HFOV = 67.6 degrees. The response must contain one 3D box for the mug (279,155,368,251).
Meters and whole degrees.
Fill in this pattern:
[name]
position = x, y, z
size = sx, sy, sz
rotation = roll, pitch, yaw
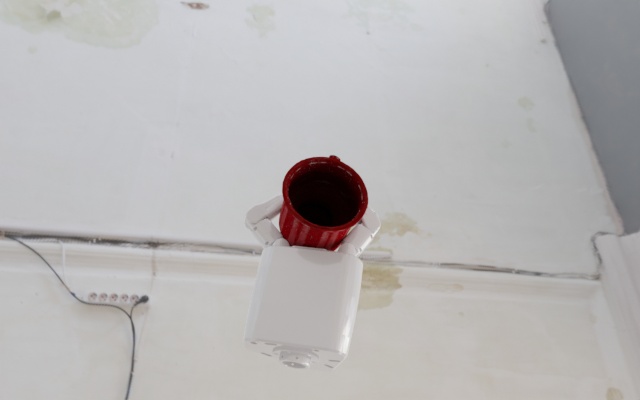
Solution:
[mug]
position = 0.000, 0.001, 0.542
size = 0.093, 0.117, 0.081
rotation = 16, -33, -4
